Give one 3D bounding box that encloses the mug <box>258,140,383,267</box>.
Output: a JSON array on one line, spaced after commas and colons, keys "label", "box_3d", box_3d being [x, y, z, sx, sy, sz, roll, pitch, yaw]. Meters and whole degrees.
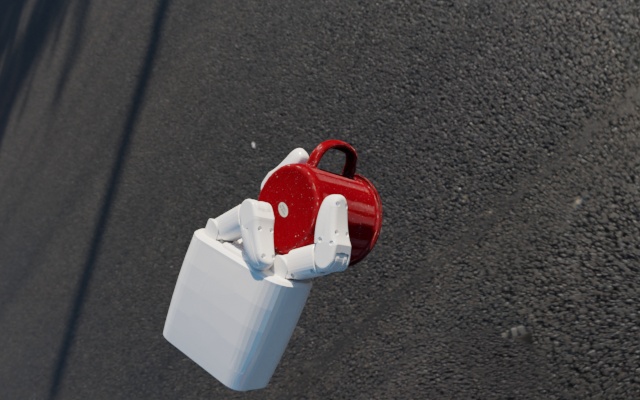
[{"label": "mug", "box_3d": [0.000, 0.000, 0.437, 0.081, 0.117, 0.093, 13, 10, -46]}]
